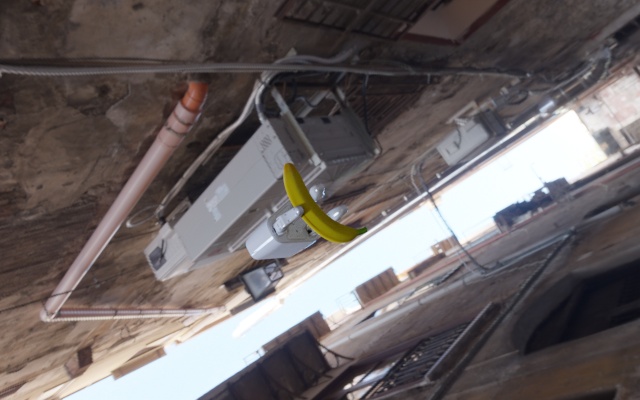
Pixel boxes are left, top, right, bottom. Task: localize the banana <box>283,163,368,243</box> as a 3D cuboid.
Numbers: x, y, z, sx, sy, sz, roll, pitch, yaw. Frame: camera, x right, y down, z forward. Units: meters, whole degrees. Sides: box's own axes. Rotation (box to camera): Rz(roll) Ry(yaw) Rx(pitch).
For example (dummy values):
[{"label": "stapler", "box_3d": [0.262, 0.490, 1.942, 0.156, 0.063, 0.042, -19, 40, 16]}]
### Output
[{"label": "banana", "box_3d": [-0.006, 0.017, 0.871, 0.069, 0.198, 0.037, -54, 9, -37]}]
